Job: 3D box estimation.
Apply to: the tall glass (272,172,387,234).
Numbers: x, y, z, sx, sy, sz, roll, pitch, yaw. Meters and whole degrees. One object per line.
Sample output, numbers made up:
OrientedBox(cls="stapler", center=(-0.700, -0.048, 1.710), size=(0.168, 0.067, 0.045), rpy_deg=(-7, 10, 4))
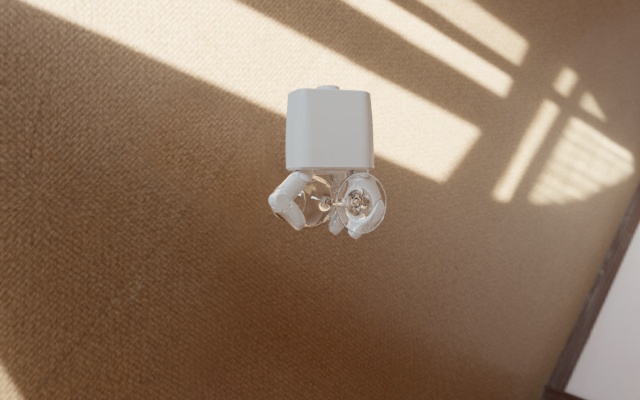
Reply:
OrientedBox(cls="tall glass", center=(0.000, 0.002, 0.659), size=(0.079, 0.079, 0.201), rpy_deg=(0, 0, -30))
